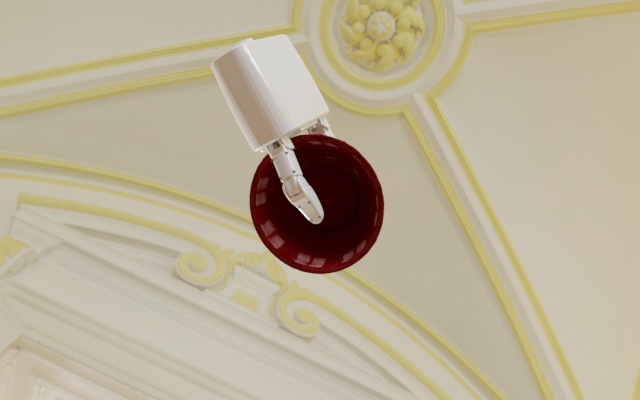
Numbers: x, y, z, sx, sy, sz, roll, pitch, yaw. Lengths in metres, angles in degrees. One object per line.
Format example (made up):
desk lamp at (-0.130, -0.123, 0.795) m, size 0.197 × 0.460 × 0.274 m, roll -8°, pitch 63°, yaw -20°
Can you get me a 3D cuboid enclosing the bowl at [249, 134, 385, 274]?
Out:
bowl at (0.000, 0.003, 0.565) m, size 0.162 × 0.162 × 0.055 m, roll 0°, pitch 9°, yaw 18°
